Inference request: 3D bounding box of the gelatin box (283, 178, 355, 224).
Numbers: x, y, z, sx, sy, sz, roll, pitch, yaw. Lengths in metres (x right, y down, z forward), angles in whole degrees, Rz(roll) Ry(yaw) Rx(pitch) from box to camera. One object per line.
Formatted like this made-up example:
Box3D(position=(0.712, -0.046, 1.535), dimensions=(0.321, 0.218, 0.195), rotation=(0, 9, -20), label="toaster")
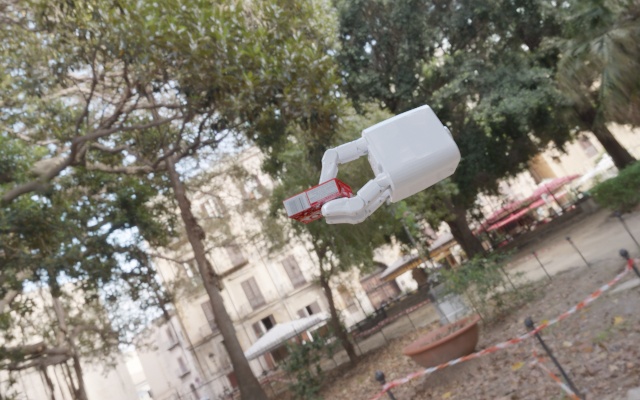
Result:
Box3D(position=(0.000, 0.002, 0.706), dimensions=(0.089, 0.030, 0.073), rotation=(-24, -16, 14), label="gelatin box")
